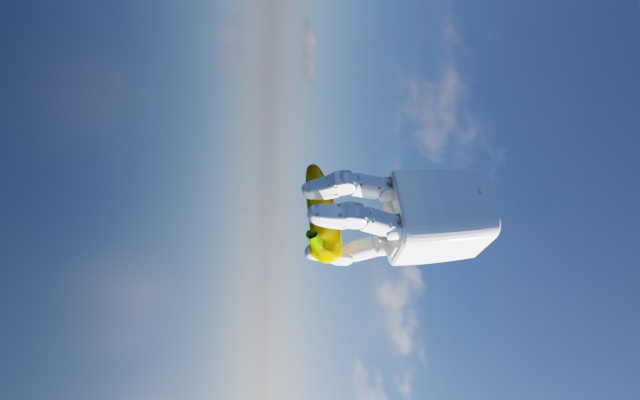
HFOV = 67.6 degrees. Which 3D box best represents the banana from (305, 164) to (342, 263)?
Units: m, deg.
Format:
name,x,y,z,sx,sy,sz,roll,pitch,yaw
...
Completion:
name,x,y,z,sx,sy,sz,roll,pitch,yaw
banana,0.003,0.020,0.569,0.037,0.070,0.197,-8,25,0
